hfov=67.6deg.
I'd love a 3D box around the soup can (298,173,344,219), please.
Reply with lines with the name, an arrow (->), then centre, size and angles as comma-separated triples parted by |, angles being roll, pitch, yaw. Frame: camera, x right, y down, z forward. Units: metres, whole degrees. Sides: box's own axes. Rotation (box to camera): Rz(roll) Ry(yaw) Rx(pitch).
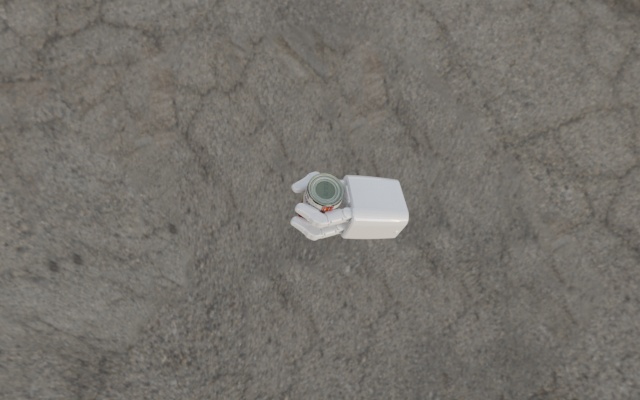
soup can -> 0.000, 0.003, 0.873 | 0.068, 0.068, 0.102 | 0, -26, -13
